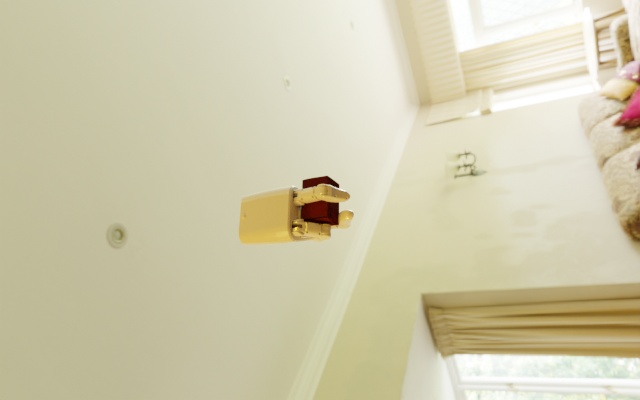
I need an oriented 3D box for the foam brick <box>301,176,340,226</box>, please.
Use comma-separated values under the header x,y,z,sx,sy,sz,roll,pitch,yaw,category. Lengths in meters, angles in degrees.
x,y,z,sx,sy,sz,roll,pitch,yaw,category
0.000,0.002,0.838,0.051,0.078,0.053,-8,-22,25,foam brick
